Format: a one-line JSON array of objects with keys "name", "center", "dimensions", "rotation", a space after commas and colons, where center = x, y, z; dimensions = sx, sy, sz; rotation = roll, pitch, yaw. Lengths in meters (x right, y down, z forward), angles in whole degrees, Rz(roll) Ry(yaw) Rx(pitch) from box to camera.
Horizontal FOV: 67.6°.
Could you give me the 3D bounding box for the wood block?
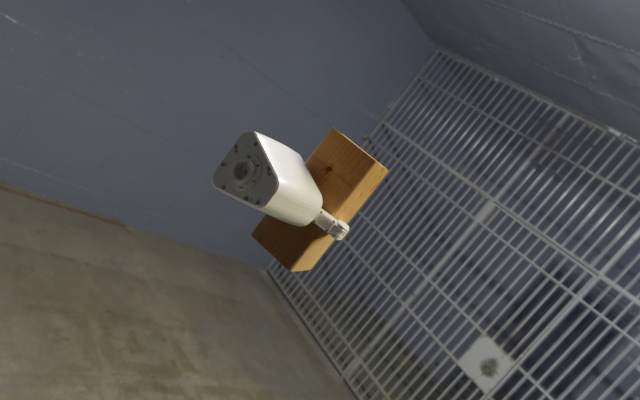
[{"name": "wood block", "center": [0.000, 0.002, 0.742], "dimensions": [0.091, 0.206, 0.090], "rotation": [41, 9, 19]}]
